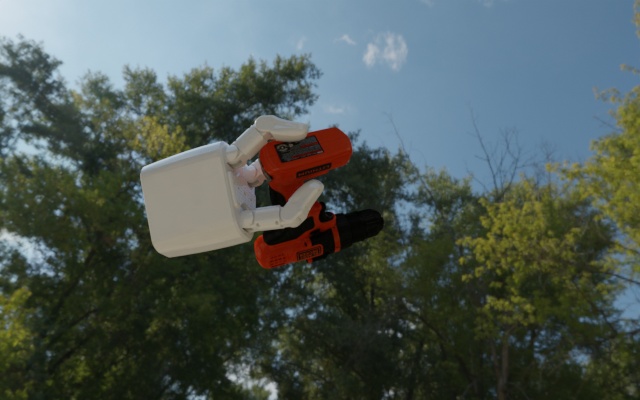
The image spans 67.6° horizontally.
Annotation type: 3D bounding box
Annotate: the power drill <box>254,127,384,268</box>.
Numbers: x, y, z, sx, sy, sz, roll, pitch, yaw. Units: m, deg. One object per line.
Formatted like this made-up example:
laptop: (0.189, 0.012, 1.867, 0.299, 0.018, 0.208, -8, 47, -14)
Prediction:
power drill: (0.000, 0.002, 0.606, 0.184, 0.188, 0.057, -16, 45, -14)
